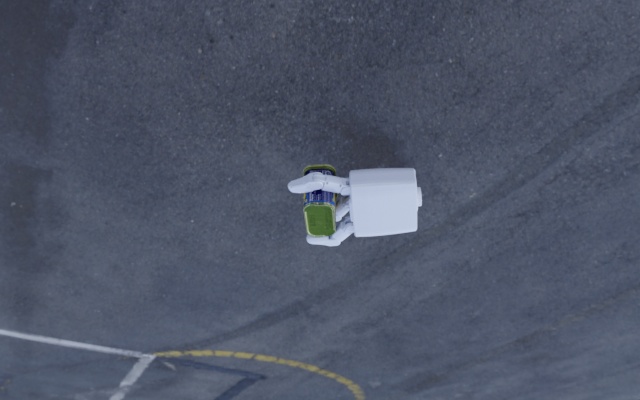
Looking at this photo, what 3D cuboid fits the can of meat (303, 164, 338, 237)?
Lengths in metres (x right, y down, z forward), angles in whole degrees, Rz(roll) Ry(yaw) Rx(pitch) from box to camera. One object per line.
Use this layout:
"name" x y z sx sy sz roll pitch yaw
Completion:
"can of meat" 0.000 0.003 0.819 0.057 0.084 0.102 -2 -37 3
